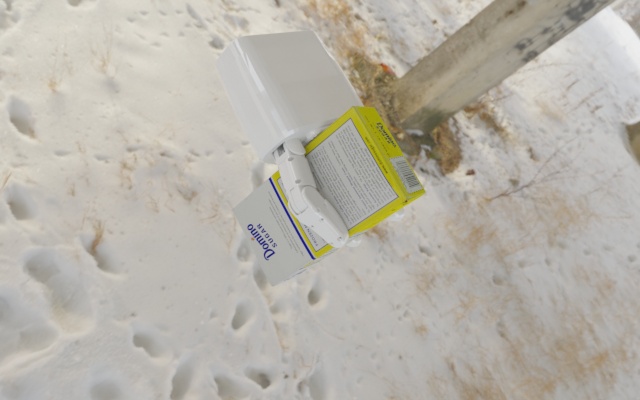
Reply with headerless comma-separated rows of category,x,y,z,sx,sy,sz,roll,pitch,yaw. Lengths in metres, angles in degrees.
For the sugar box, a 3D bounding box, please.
sugar box,0.000,0.001,0.449,0.176,0.093,0.048,-36,-13,35
